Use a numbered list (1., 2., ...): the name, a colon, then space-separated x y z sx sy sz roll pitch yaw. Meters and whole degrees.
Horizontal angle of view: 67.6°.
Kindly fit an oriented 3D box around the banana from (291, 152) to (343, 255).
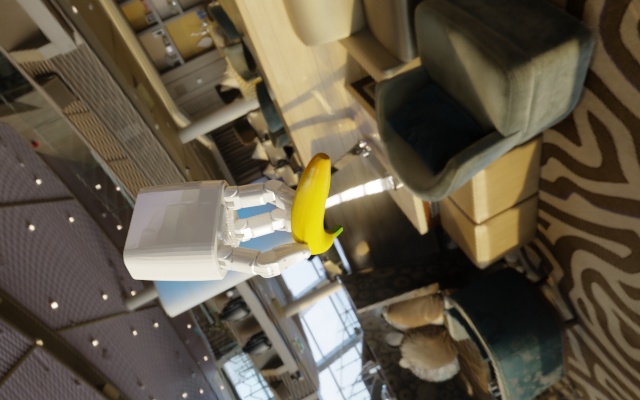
1. banana: -0.008 0.019 0.540 0.037 0.069 0.198 22 -21 14
